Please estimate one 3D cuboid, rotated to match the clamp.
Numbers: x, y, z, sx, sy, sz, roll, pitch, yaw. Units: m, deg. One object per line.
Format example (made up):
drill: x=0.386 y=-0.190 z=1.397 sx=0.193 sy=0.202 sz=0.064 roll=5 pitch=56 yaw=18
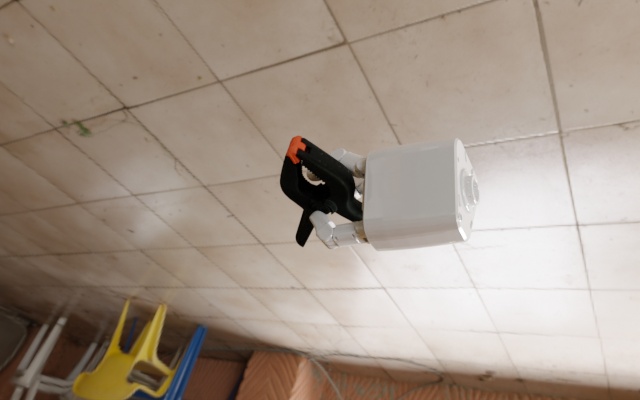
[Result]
clamp: x=0.000 y=0.002 z=0.613 sx=0.164 sy=0.036 sz=0.210 roll=-9 pitch=-41 yaw=30
